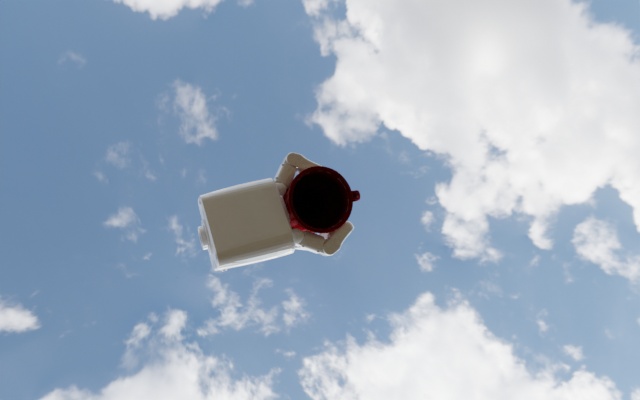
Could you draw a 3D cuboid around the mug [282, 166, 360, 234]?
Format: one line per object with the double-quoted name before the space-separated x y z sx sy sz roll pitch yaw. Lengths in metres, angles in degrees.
"mug" 0.001 0.002 0.689 0.117 0.093 0.081 -12 -5 -19
